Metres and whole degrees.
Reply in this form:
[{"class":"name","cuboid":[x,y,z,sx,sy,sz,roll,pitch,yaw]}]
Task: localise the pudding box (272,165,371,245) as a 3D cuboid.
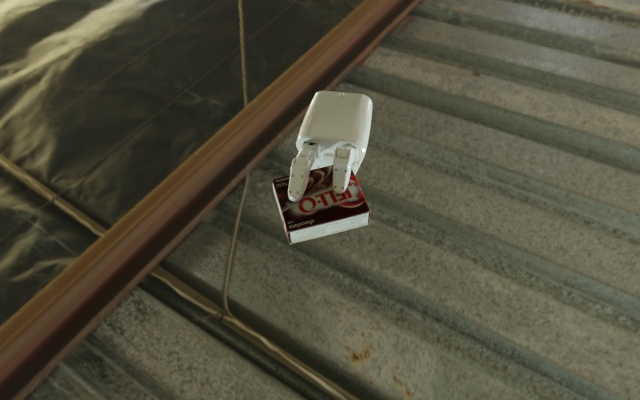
[{"class":"pudding box","cuboid":[0.000,0.002,0.639,0.113,0.090,0.039,-16,-36,-6]}]
